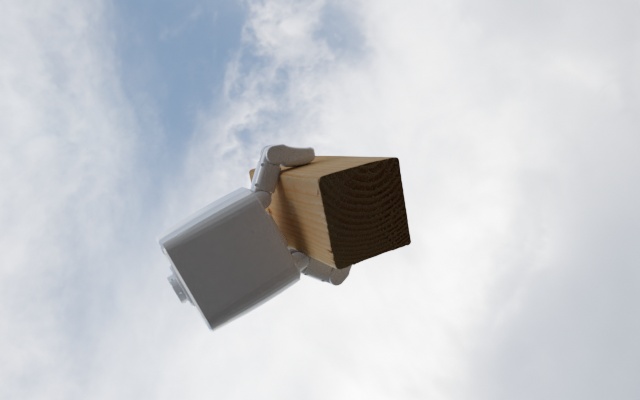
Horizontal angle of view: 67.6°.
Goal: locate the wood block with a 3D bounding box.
[{"bbox_3d":[0.000,0.002,0.536,0.090,0.091,0.206,-16,12,-24],"label":"wood block"}]
